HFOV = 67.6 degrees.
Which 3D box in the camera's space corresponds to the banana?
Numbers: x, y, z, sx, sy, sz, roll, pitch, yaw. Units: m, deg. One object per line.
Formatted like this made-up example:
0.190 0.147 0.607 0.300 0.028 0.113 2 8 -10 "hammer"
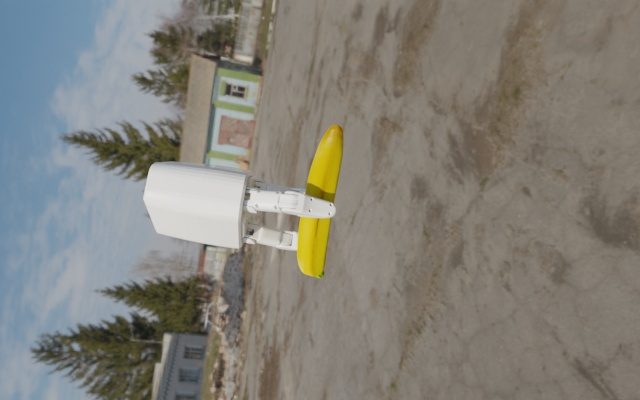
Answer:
-0.002 0.009 0.567 0.037 0.198 0.069 10 13 3 "banana"
